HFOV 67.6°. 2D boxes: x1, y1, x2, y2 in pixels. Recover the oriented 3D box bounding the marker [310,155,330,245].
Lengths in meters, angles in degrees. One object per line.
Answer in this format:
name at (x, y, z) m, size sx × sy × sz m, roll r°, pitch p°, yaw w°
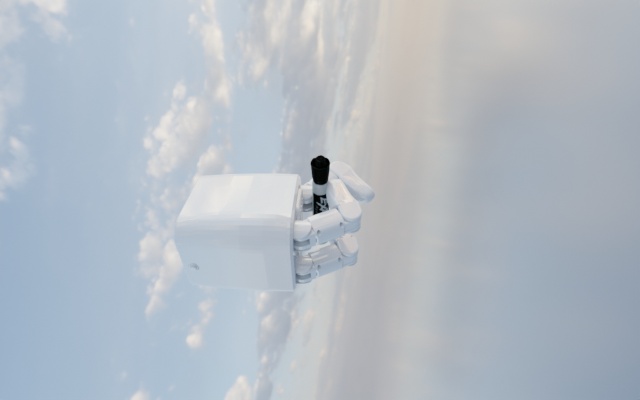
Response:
marker at (0.000, 0.002, 0.490) m, size 0.020 × 0.020 × 0.121 m, roll 0°, pitch -43°, yaw 0°
